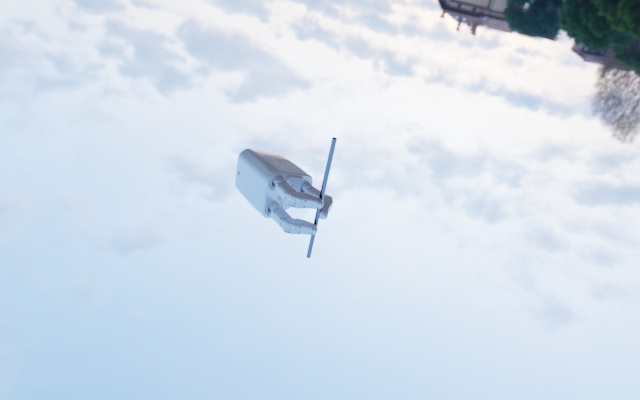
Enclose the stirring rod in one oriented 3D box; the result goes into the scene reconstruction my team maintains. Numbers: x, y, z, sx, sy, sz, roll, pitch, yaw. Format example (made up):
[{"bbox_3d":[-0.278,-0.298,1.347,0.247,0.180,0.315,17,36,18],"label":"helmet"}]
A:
[{"bbox_3d":[0.000,0.003,0.818,0.011,0.240,0.011,9,31,-6],"label":"stirring rod"}]
